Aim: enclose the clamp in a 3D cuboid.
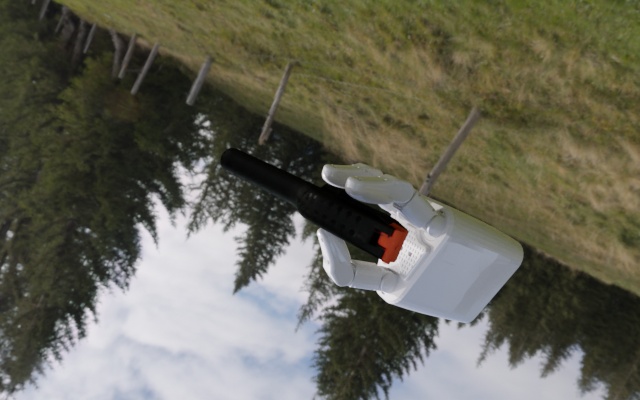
[{"bbox_3d":[0.000,0.002,0.435,0.164,0.036,0.210,18,8,-25],"label":"clamp"}]
